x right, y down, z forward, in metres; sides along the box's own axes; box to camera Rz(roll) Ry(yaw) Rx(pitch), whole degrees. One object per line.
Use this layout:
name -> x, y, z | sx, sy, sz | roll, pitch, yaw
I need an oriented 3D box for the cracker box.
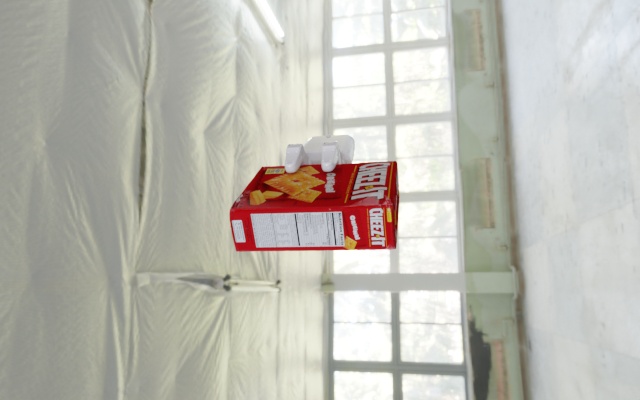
cracker box -> 0.000, 0.002, 0.670 | 0.214, 0.072, 0.164 | -2, 24, 12
